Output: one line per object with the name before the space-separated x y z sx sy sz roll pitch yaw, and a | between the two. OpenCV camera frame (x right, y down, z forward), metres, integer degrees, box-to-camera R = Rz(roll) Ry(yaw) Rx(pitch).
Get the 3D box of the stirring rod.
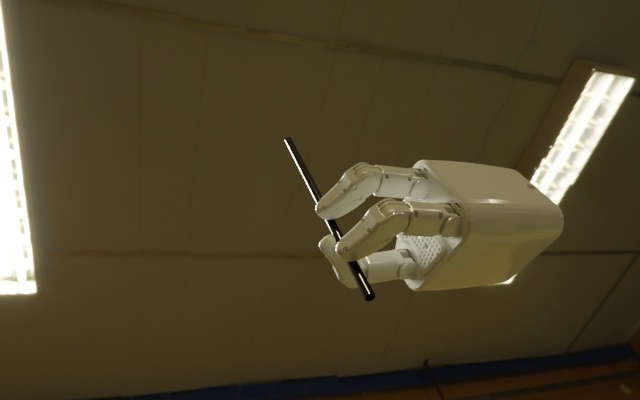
stirring rod | 0.000 0.002 0.433 0.011 0.011 0.239 0 34 -21
